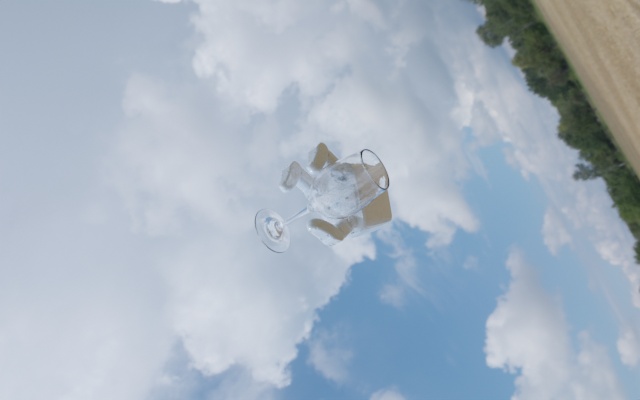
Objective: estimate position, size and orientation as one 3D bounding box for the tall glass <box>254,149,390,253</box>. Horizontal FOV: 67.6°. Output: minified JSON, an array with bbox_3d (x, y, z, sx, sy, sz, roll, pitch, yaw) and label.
[{"bbox_3d":[0.000,0.003,0.682,0.201,0.079,0.079,-31,-17,31],"label":"tall glass"}]
